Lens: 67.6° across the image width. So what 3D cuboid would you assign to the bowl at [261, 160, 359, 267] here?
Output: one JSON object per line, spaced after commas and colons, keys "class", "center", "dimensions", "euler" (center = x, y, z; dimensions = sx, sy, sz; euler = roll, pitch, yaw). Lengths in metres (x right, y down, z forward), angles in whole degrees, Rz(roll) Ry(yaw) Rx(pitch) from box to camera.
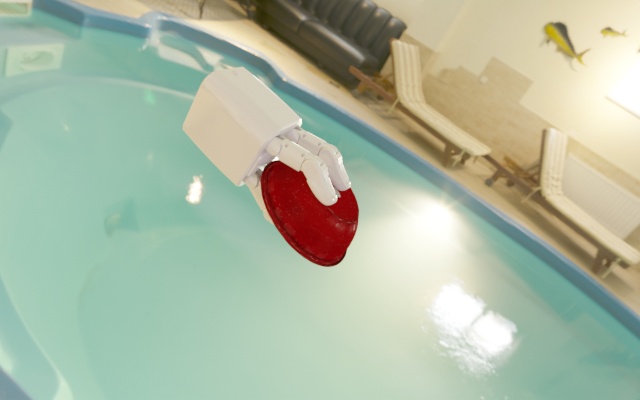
{"class": "bowl", "center": [0.001, 0.003, 0.617], "dimensions": [0.055, 0.162, 0.162], "euler": [-34, -18, 27]}
